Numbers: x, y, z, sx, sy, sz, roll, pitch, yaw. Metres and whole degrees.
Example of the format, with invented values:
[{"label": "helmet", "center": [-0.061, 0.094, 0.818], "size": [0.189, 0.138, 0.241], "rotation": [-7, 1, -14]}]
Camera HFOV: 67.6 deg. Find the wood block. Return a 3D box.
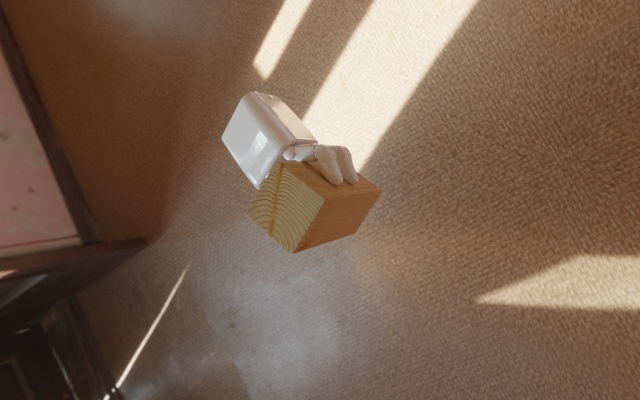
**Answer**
[{"label": "wood block", "center": [0.000, 0.002, 0.703], "size": [0.090, 0.091, 0.206], "rotation": [39, 20, 19]}]
